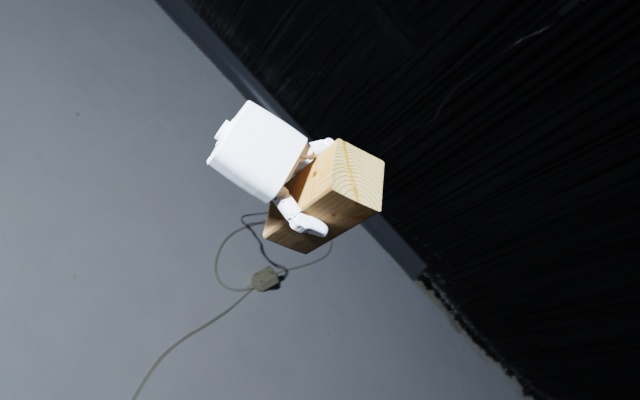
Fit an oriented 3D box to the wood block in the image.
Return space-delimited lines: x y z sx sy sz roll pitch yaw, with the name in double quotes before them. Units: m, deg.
"wood block" 0.000 0.003 0.757 0.090 0.090 0.206 24 -34 -23
